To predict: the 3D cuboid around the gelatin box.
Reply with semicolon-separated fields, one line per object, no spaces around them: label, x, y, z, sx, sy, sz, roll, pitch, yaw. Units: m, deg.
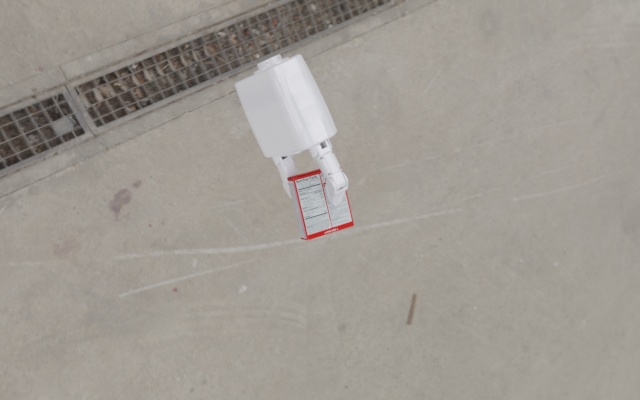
gelatin box;0.000;0.002;0.654;0.073;0.089;0.030;-17;9;-22
